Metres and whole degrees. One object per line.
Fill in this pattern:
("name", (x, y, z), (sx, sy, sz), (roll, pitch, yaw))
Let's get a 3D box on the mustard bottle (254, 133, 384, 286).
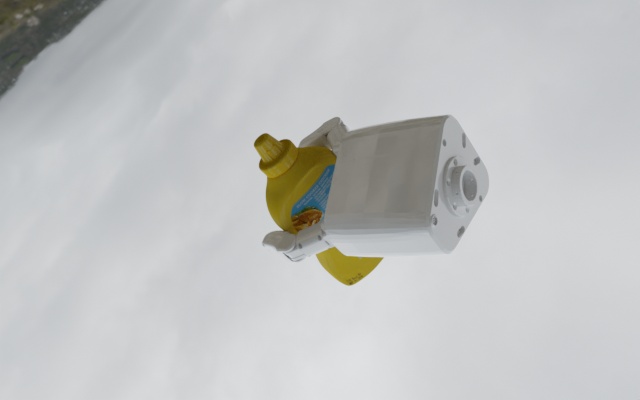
("mustard bottle", (0.000, 0.002, 0.496), (0.192, 0.096, 0.058), (46, -10, -33))
